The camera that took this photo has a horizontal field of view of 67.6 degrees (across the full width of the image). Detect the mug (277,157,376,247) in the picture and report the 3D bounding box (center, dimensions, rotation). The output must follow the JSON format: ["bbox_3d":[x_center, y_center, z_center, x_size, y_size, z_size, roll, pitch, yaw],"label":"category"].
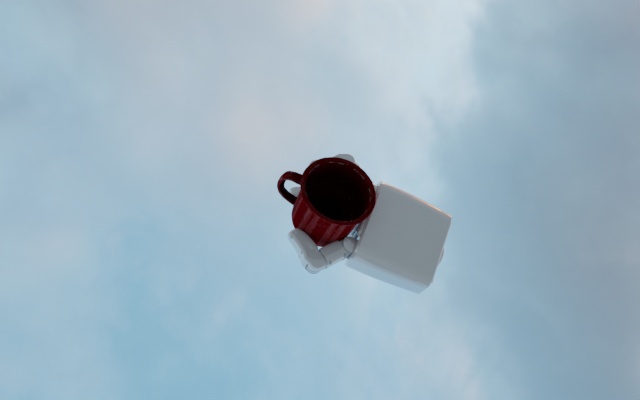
[{"bbox_3d":[-0.001,0.002,0.591,0.117,0.093,0.081,24,-33,-4],"label":"mug"}]
